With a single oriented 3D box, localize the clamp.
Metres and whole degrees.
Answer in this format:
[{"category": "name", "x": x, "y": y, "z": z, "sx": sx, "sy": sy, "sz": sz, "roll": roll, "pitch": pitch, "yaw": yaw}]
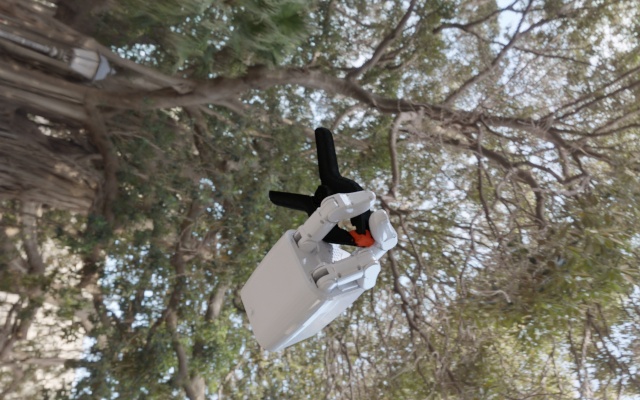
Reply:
[{"category": "clamp", "x": 0.001, "y": 0.002, "z": 0.582, "sx": 0.039, "sy": 0.171, "sz": 0.120, "roll": 16, "pitch": -56, "yaw": -43}]
